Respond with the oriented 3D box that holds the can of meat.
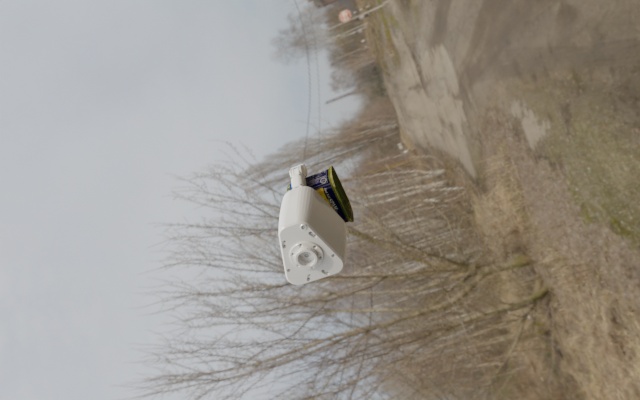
[{"bbox_3d":[0.000,0.003,0.822,0.084,0.102,0.057,-20,30,12],"label":"can of meat"}]
